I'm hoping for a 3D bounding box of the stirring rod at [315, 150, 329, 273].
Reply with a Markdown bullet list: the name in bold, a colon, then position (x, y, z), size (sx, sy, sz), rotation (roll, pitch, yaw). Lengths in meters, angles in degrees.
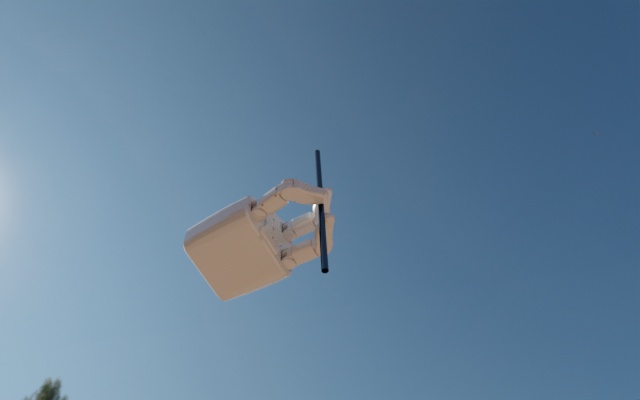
- **stirring rod**: position (0.000, 0.002, 0.604), size (0.011, 0.011, 0.239), rotation (0, 37, -3)
